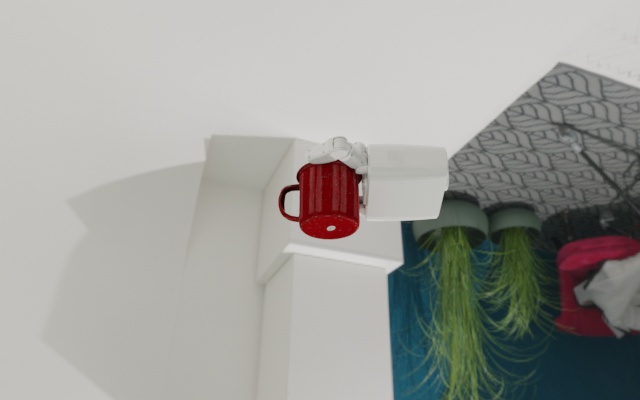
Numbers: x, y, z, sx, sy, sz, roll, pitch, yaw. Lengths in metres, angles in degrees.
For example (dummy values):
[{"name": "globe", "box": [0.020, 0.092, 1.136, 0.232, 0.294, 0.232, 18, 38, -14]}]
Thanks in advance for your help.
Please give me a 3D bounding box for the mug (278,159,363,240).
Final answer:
[{"name": "mug", "box": [-0.001, 0.002, 0.653, 0.117, 0.081, 0.093, -1, -28, 3]}]
